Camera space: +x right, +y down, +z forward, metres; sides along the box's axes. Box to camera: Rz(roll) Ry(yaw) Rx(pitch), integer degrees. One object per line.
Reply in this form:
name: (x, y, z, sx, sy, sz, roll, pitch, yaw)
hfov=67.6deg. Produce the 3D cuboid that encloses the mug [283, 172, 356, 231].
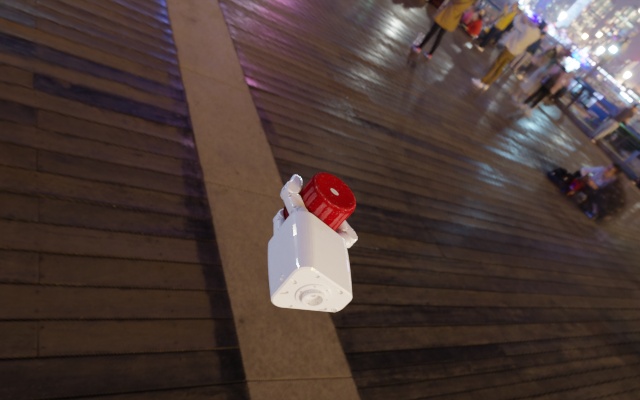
mug: (0.000, 0.001, 0.760, 0.093, 0.117, 0.081, 23, -54, -27)
